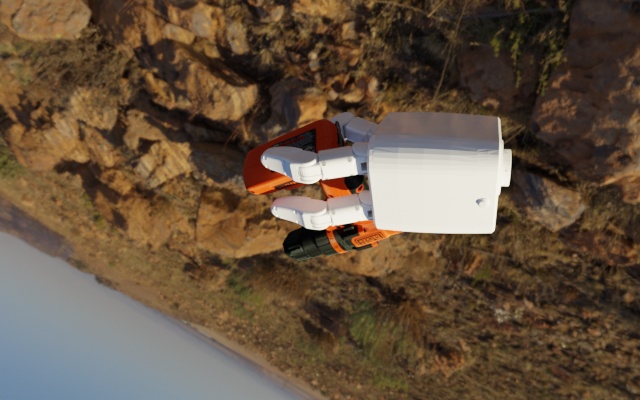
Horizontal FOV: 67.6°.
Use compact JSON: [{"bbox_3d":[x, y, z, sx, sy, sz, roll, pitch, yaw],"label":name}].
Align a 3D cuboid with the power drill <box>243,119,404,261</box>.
[{"bbox_3d":[0.000,0.001,0.529,0.184,0.057,0.188,-21,-37,22],"label":"power drill"}]
